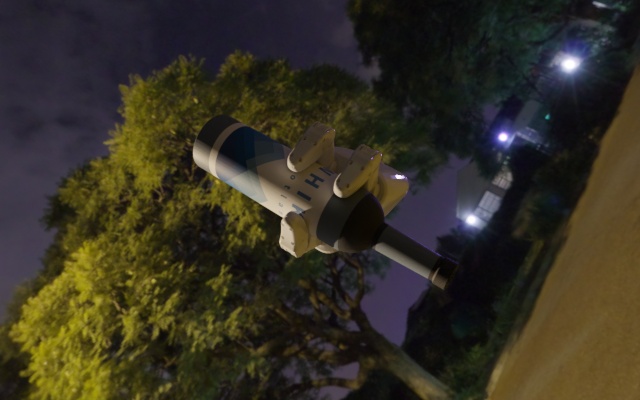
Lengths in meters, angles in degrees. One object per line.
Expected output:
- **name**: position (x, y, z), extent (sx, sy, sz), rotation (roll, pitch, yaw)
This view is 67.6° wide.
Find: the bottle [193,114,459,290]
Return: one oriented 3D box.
- **bottle**: position (0.000, 0.001, 0.486), extent (0.295, 0.069, 0.069), rotation (30, 11, 21)
